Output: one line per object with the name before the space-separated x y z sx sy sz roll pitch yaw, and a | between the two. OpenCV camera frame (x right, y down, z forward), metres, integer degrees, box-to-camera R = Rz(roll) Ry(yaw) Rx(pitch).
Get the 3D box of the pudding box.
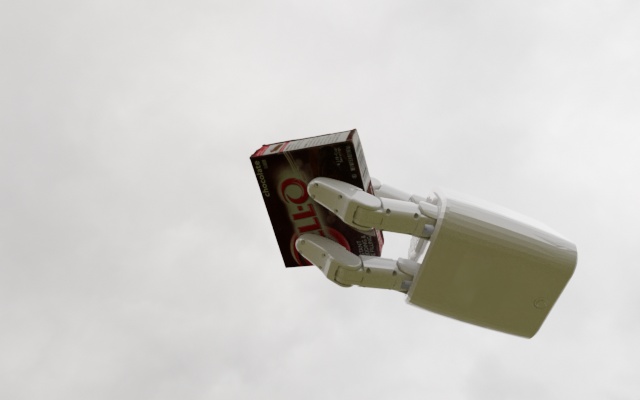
pudding box | 0.000 0.001 0.411 0.090 0.113 0.039 -8 22 18
